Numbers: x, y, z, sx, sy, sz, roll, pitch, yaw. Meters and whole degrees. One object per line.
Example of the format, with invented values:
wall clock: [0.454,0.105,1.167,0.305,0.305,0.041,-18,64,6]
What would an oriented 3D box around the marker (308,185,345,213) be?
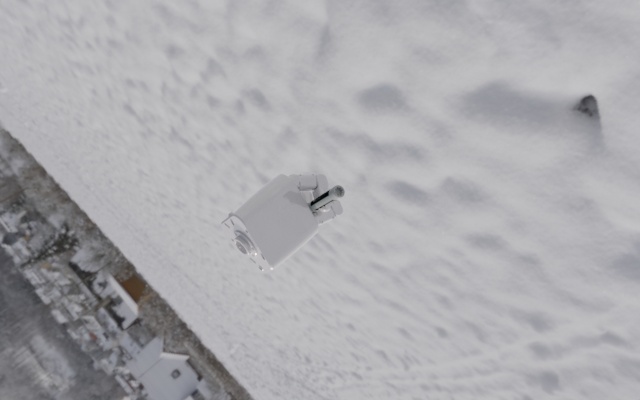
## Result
marker: [0.000,0.002,0.728,0.020,0.020,0.121,0,-15,-27]
